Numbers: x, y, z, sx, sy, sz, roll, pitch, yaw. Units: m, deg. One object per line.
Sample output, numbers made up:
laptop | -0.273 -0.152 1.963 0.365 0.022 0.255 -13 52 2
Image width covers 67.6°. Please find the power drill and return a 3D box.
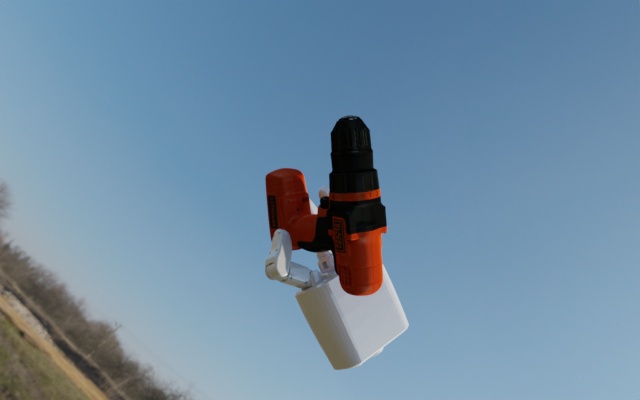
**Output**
power drill | 0.000 0.002 0.544 0.057 0.184 0.187 -8 8 -29
